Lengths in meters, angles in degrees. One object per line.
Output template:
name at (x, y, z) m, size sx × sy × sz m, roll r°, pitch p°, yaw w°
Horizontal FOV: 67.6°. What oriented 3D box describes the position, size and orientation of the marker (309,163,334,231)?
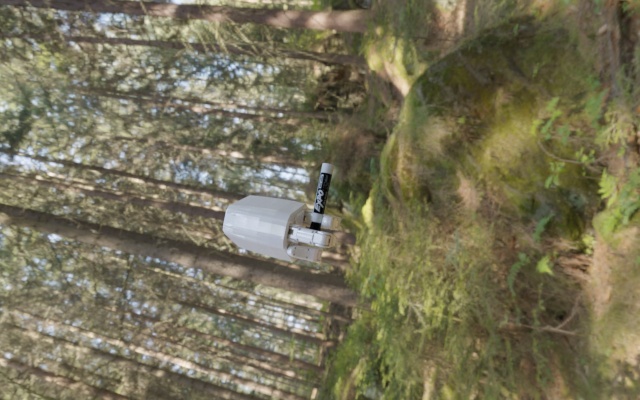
marker at (0.000, 0.002, 0.742) m, size 0.020 × 0.121 × 0.020 m, roll 12°, pitch -3°, yaw 1°
